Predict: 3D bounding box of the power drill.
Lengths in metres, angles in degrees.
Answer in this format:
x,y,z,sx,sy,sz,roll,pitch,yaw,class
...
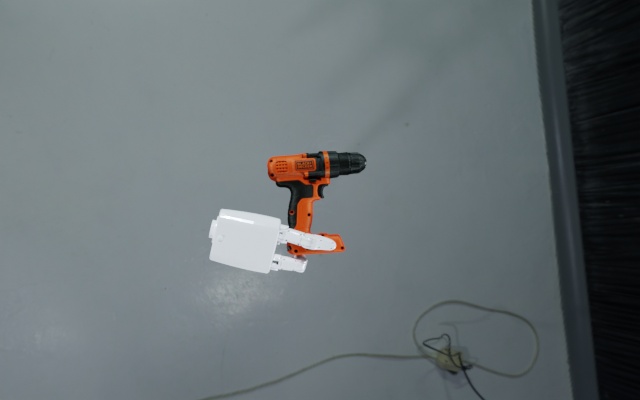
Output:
x,y,z,sx,sy,sz,roll,pitch,yaw,class
0.000,0.003,0.876,0.184,0.187,0.057,-4,-5,-6,power drill
